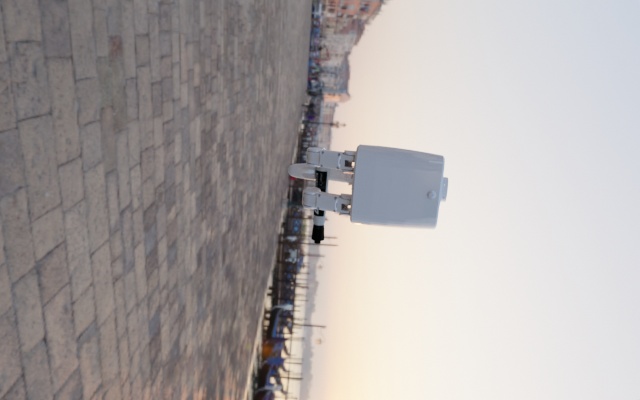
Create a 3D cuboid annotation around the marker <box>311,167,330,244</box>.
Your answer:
[{"bbox_3d":[0.000,0.002,0.668,0.020,0.121,0.020,4,13,-1],"label":"marker"}]
